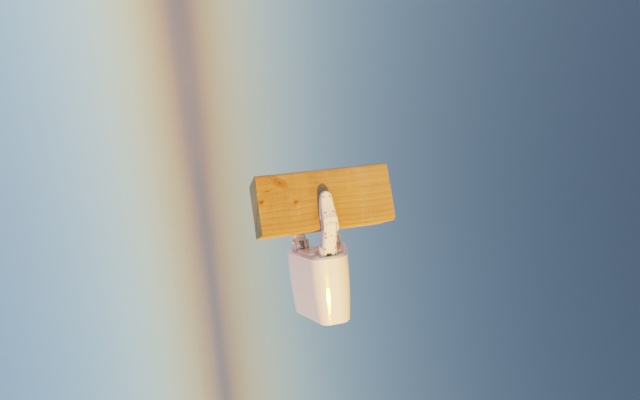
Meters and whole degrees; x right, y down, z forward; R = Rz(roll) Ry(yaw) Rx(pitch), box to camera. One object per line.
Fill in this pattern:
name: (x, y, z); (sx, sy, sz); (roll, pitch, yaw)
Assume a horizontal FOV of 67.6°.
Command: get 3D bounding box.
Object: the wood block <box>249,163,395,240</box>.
wood block: (0.000, 0.003, 0.749); (0.206, 0.090, 0.091); (-7, -6, -14)
